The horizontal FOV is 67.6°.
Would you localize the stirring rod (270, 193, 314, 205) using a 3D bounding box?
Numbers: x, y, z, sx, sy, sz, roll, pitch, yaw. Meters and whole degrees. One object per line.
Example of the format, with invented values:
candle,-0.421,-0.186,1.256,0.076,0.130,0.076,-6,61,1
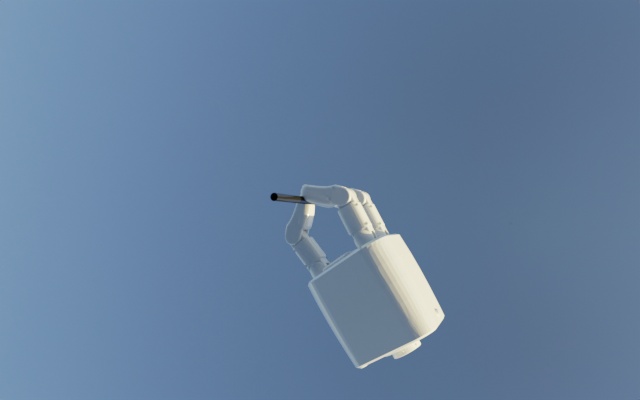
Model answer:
stirring rod,0.000,0.002,0.566,0.011,0.011,0.239,0,-3,22
